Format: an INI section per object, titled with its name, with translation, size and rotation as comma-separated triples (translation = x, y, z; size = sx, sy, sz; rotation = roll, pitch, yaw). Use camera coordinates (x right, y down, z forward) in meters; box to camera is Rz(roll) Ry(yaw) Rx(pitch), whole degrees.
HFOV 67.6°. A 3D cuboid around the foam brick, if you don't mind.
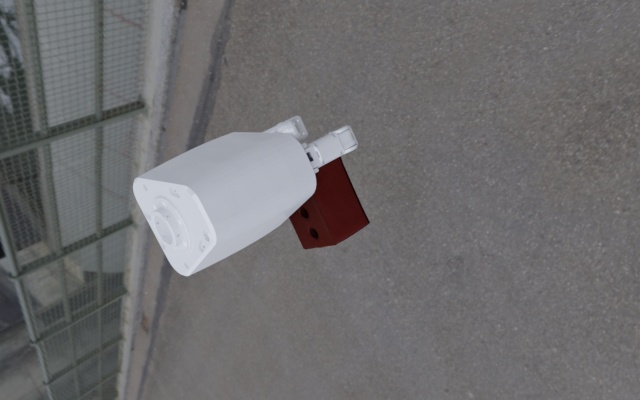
[foam brick]
translation = 0.000, 0.002, 0.461
size = 0.051, 0.078, 0.053
rotation = -32, 11, -38
